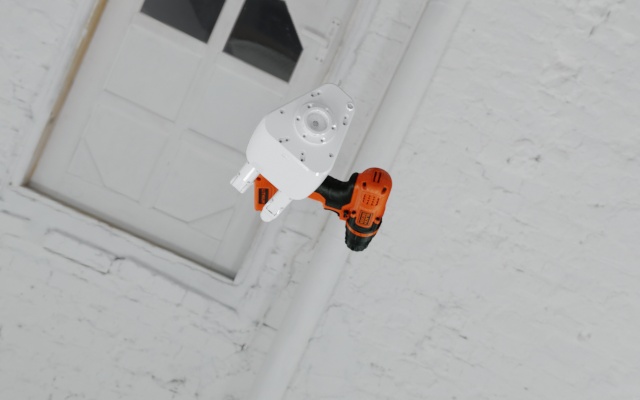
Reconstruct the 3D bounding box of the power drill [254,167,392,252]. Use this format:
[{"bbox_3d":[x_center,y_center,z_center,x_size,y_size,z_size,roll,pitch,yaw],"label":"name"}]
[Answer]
[{"bbox_3d":[0.000,0.002,0.692,0.187,0.057,0.185,14,-36,3],"label":"power drill"}]
